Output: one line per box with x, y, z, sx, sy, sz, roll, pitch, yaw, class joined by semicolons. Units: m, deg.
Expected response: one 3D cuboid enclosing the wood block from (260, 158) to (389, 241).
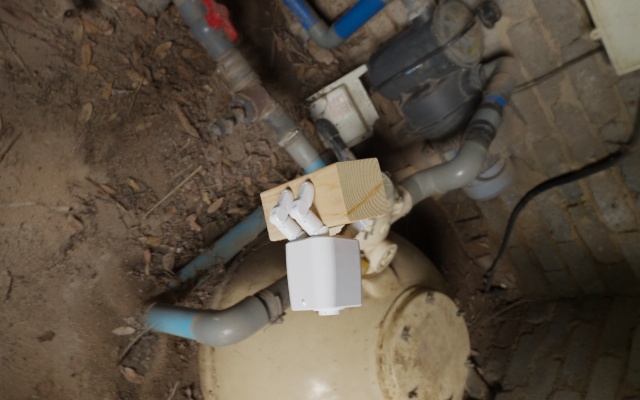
0.001;0.003;0.779;0.091;0.090;0.206;-9;-5;-40;wood block
